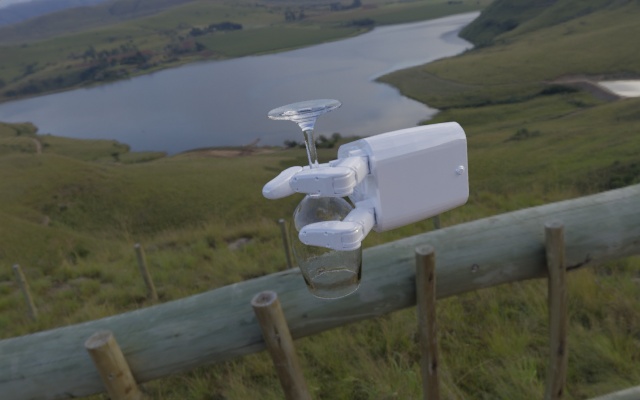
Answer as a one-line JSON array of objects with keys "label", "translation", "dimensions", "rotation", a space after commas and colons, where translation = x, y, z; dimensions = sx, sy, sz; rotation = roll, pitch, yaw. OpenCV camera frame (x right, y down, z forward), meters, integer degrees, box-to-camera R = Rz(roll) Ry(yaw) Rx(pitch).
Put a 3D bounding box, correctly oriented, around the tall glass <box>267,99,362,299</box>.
[{"label": "tall glass", "translation": [0.000, 0.001, 0.499], "dimensions": [0.079, 0.201, 0.079], "rotation": [-8, 21, 3]}]
